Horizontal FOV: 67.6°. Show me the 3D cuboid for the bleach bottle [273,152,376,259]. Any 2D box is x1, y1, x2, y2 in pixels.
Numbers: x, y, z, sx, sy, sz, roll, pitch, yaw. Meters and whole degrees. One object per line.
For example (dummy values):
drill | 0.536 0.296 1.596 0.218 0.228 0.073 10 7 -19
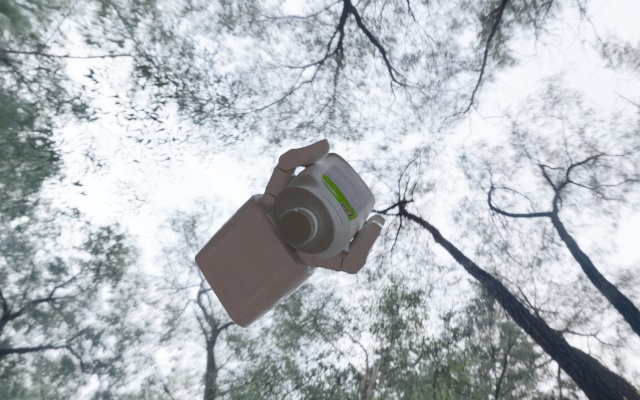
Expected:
bleach bottle | 0.000 0.002 0.509 0.068 0.102 0.251 -43 -4 14
